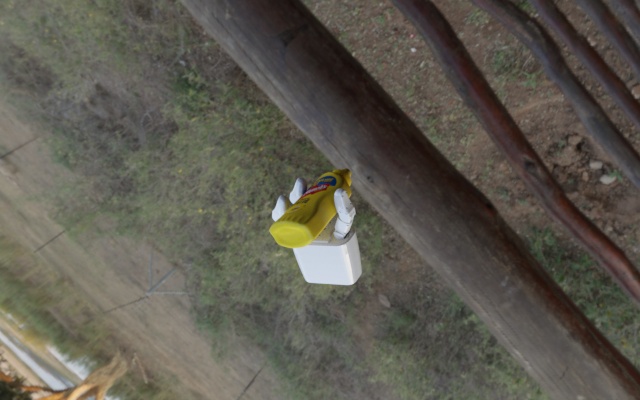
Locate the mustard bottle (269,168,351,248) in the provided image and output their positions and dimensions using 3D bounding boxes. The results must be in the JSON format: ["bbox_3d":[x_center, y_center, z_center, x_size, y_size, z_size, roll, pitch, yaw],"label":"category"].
[{"bbox_3d":[0.000,0.003,0.834,0.096,0.058,0.191,-14,25,47],"label":"mustard bottle"}]
